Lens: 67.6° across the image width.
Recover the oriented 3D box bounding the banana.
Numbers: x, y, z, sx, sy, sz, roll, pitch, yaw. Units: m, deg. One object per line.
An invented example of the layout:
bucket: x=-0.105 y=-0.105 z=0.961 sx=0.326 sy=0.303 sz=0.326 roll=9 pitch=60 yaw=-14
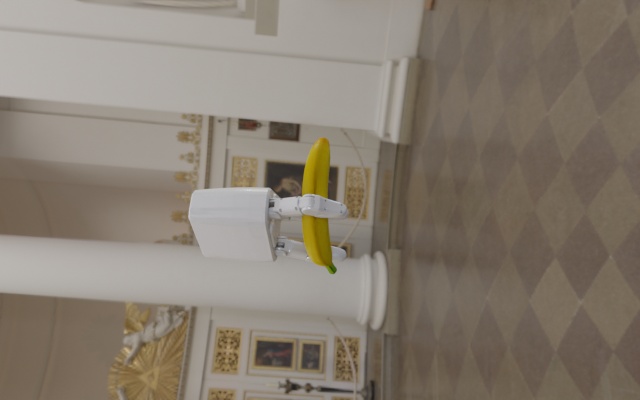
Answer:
banana: x=-0.004 y=0.004 z=0.662 sx=0.037 sy=0.198 sz=0.069 roll=-3 pitch=-6 yaw=13
